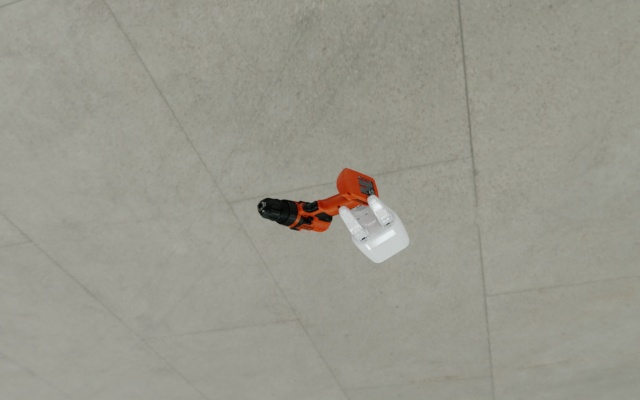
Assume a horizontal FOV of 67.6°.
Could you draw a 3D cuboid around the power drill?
[{"bbox_3d":[0.001,0.003,0.896,0.188,0.057,0.184,-24,-25,35],"label":"power drill"}]
